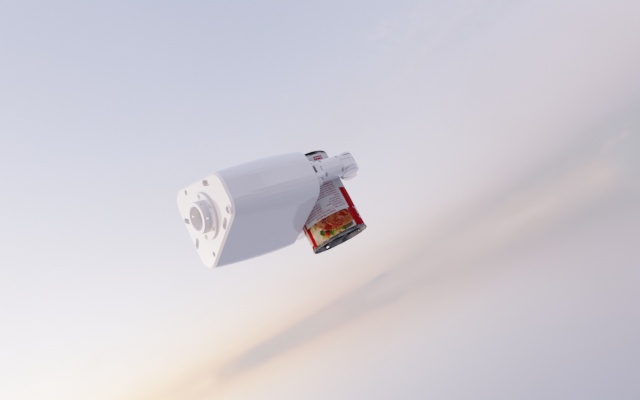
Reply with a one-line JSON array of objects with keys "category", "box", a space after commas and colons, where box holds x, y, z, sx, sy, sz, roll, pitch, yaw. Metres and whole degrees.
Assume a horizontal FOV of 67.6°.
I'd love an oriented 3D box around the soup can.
[{"category": "soup can", "box": [0.000, 0.001, 0.555, 0.068, 0.102, 0.068, -26, -13, -6]}]
